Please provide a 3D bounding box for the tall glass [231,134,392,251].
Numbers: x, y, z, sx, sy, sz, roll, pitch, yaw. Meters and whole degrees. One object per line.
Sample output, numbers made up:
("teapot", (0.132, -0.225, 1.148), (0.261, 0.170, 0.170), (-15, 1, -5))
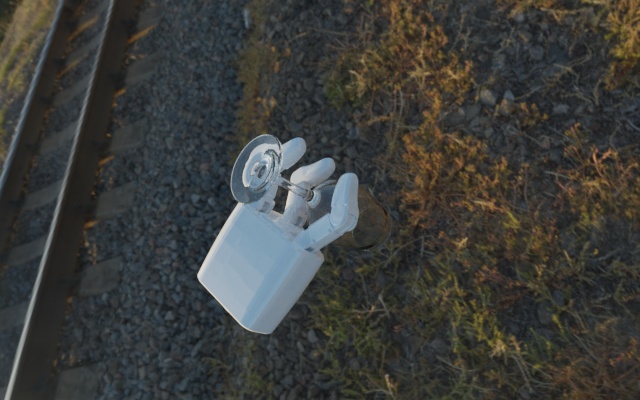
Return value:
("tall glass", (0.000, 0.001, 0.537), (0.079, 0.079, 0.201), (0, -19, 44))
